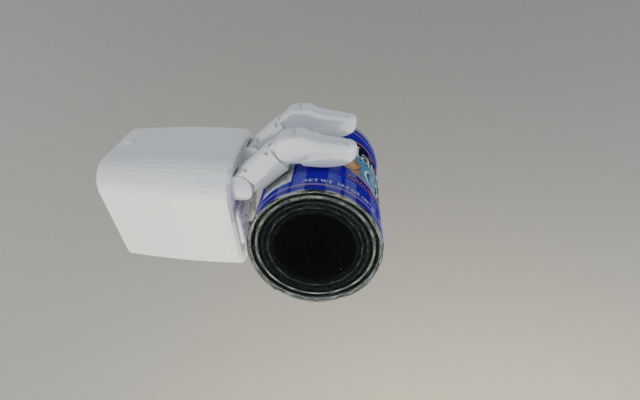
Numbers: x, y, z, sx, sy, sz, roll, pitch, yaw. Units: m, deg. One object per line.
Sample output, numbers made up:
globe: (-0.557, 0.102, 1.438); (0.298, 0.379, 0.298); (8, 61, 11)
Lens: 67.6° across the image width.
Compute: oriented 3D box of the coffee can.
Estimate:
coffee can: (0.000, 0.001, 0.413); (0.103, 0.103, 0.140); (0, 31, 4)
